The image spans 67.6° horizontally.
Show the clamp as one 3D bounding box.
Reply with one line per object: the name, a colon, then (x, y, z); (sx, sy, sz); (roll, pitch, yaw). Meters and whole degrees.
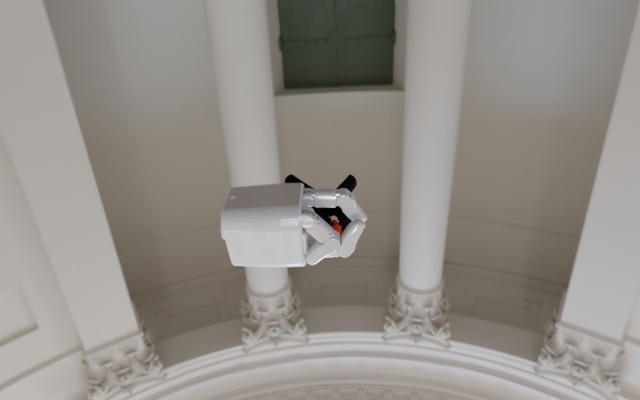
clamp: (0.000, 0.003, 0.743); (0.120, 0.039, 0.171); (-1, 28, 1)
